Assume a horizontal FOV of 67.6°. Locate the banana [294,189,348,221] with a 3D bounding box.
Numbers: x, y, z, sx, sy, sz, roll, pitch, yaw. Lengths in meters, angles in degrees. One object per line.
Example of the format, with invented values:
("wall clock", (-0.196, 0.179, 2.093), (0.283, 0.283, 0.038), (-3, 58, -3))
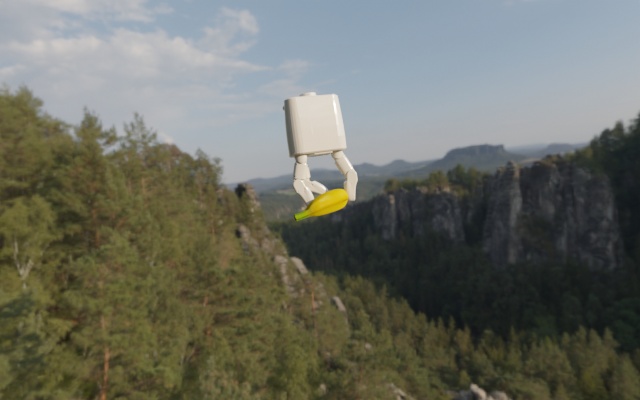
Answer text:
("banana", (0.016, 0.000, 0.873), (0.069, 0.037, 0.198), (-10, 4, 21))
